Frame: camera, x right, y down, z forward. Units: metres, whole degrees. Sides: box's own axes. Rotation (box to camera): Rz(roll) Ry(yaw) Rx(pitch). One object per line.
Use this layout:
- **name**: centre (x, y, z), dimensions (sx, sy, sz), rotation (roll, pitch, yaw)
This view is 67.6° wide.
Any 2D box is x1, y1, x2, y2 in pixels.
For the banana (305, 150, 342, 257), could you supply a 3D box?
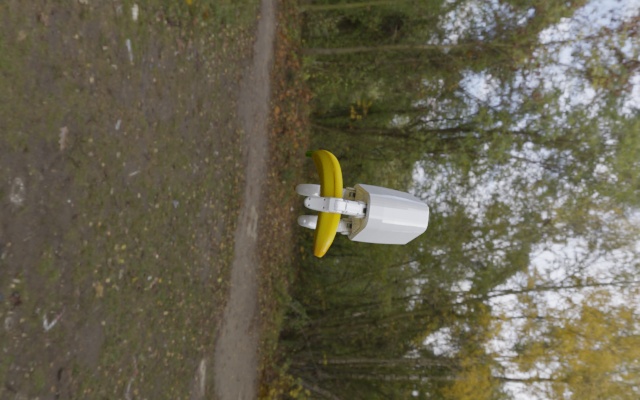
- **banana**: centre (0.009, -0.008, 0.784), dimensions (0.037, 0.197, 0.070), rotation (12, -30, -28)
